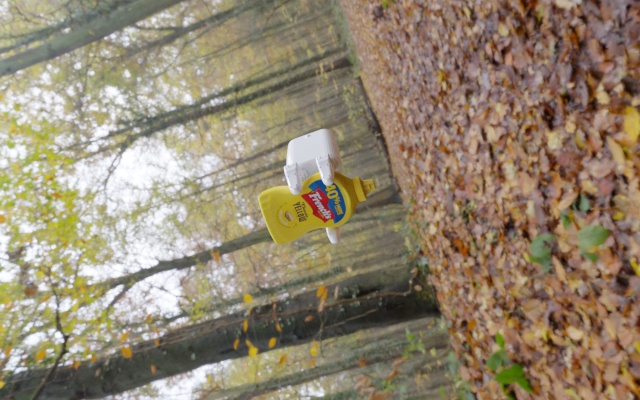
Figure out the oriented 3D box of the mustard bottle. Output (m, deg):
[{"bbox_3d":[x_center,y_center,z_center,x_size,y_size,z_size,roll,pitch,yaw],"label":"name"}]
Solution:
[{"bbox_3d":[0.000,0.003,0.803,0.191,0.096,0.058,-18,11,8],"label":"mustard bottle"}]
